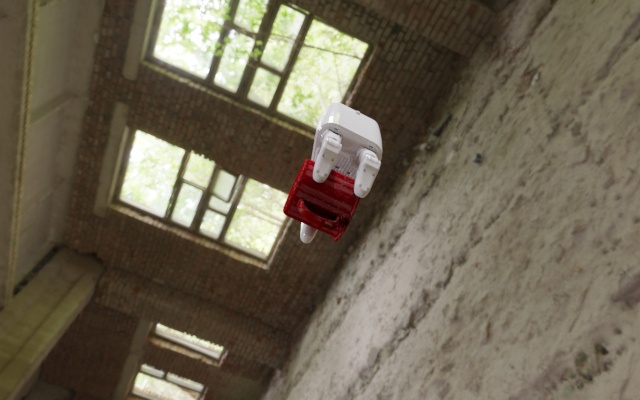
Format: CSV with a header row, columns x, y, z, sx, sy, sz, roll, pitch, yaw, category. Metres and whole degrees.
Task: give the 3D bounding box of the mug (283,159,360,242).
x,y,z,sx,sy,sz,roll,pitch,yaw,category
0.000,0.003,0.623,0.081,0.093,0.117,24,27,-6,mug
